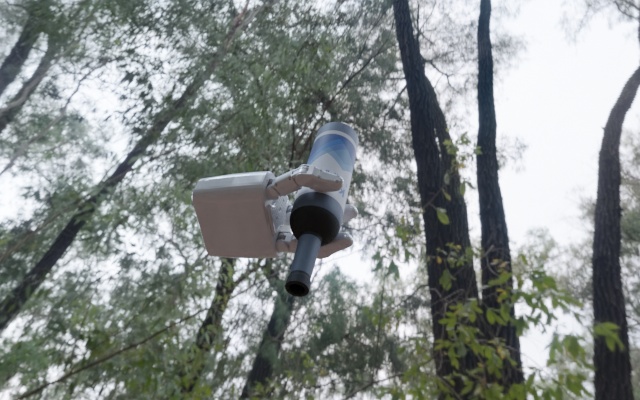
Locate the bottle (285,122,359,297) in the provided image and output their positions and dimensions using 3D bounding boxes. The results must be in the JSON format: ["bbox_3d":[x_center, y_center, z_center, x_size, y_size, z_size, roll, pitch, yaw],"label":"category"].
[{"bbox_3d":[0.000,0.002,0.635,0.069,0.069,0.295,0,41,14],"label":"bottle"}]
